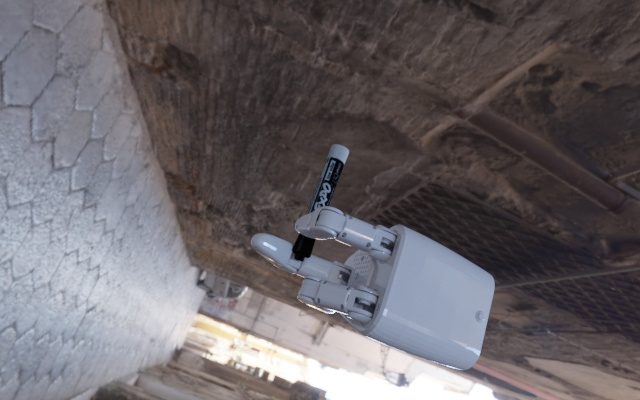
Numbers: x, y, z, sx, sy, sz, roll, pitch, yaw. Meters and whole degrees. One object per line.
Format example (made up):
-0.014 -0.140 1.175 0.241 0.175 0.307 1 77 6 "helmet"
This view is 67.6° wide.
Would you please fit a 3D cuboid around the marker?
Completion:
0.000 0.001 0.462 0.020 0.121 0.020 18 -18 6 "marker"
